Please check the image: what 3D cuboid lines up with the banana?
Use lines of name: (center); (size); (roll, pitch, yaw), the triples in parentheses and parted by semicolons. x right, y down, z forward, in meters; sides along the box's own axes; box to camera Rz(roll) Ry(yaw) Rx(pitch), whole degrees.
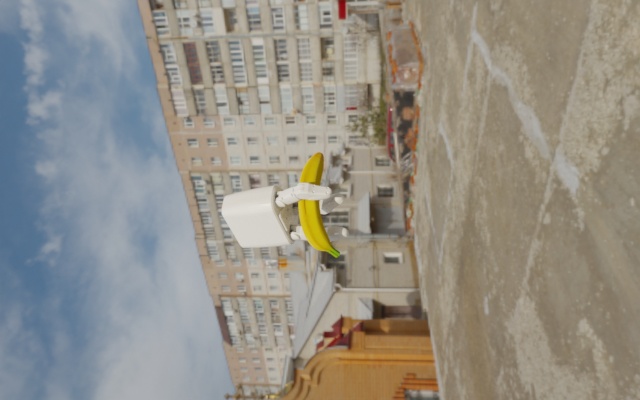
banana: (-0.011, 0.004, 0.844); (0.037, 0.197, 0.069); (-17, -17, 35)
